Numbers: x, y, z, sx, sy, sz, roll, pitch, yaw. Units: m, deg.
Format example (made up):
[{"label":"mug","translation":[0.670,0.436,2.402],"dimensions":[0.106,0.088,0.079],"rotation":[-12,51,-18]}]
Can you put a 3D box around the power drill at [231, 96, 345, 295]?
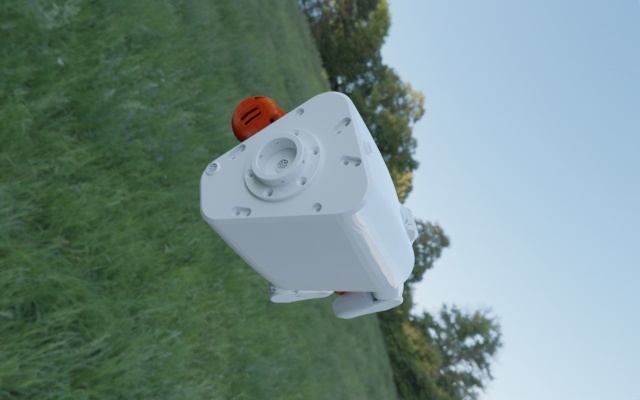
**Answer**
[{"label":"power drill","translation":[0.000,0.002,0.463],"dimensions":[0.057,0.187,0.184],"rotation":[-38,-19,7]}]
